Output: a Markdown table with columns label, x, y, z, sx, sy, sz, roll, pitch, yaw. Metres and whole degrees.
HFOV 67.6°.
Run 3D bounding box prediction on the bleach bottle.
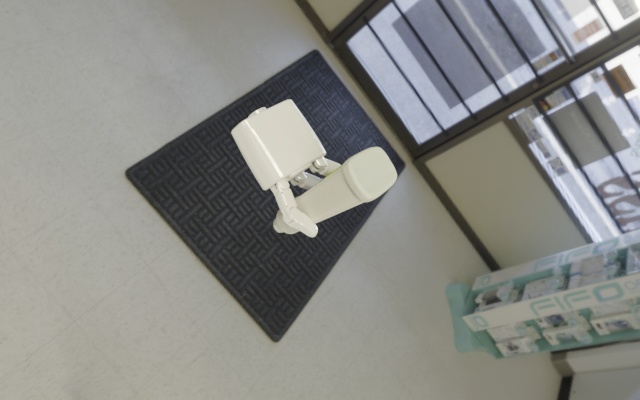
| label | x | y | z | sx | sy | sz | roll | pitch | yaw |
| --- | --- | --- | --- | --- | --- | --- | --- | --- | --- |
| bleach bottle | 0.000 | 0.002 | 0.761 | 0.251 | 0.068 | 0.102 | -30 | 1 | 44 |
